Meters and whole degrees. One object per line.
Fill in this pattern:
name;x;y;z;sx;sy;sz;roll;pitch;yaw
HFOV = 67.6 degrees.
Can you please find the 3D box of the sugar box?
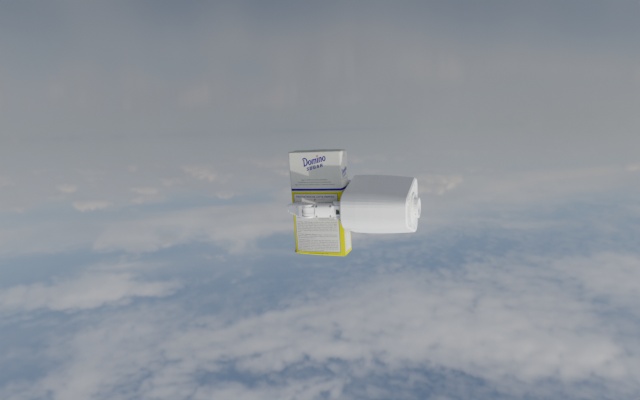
sugar box;0.000;0.003;0.807;0.093;0.176;0.048;1;9;20
